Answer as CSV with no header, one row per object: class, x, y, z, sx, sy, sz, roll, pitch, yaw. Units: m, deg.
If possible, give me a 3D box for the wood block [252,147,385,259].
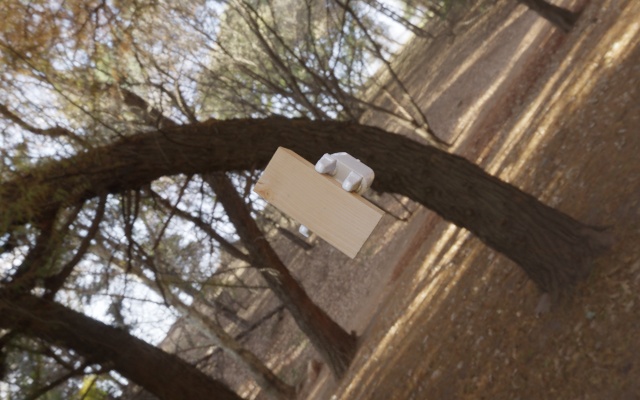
wood block,0.000,0.003,0.828,0.206,0.091,0.090,34,7,7
